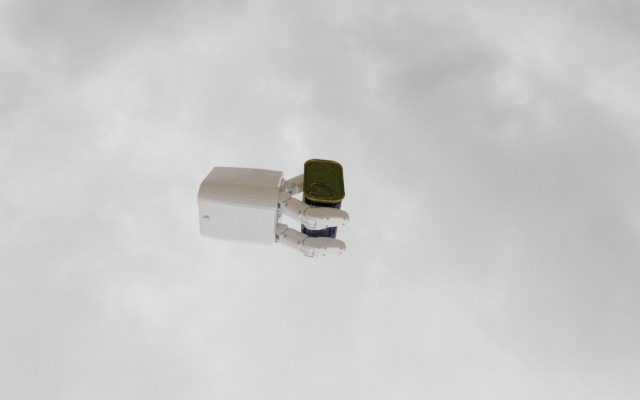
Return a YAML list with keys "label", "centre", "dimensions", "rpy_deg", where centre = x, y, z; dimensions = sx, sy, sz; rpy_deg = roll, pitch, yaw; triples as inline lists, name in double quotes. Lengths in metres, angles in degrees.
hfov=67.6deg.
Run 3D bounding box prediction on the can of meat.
- label: "can of meat"
  centre: [0.000, 0.002, 0.691]
  dimensions: [0.057, 0.084, 0.102]
  rpy_deg: [5, 36, -5]
